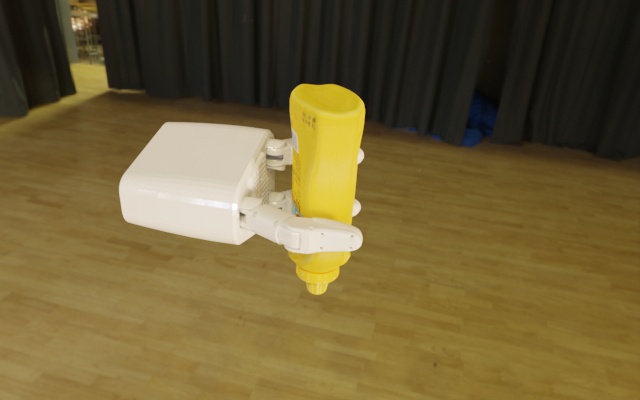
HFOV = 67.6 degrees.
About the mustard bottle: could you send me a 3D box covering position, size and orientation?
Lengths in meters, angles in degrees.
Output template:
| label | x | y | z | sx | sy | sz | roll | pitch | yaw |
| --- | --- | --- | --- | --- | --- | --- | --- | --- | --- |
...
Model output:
| label | x | y | z | sx | sy | sz | roll | pitch | yaw |
| --- | --- | --- | --- | --- | --- | --- | --- | --- | --- |
| mustard bottle | 0.000 | 0.001 | 0.422 | 0.058 | 0.192 | 0.096 | -3 | 27 | -12 |
